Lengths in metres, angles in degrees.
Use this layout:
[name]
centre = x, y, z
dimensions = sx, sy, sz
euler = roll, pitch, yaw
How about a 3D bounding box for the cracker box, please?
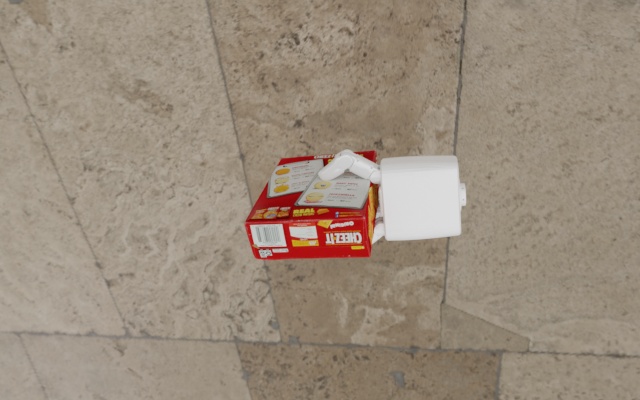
[cracker box]
centre = 0.000, 0.002, 0.714
dimensions = 0.164, 0.072, 0.213
euler = -3, 28, 13
